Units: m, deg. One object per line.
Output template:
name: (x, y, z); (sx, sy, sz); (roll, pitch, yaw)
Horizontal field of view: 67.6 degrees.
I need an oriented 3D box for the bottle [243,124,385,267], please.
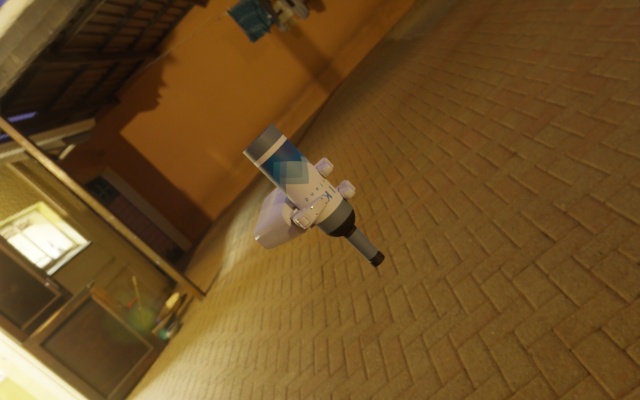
bottle: (0.000, 0.002, 0.792); (0.296, 0.069, 0.069); (46, -12, -12)
